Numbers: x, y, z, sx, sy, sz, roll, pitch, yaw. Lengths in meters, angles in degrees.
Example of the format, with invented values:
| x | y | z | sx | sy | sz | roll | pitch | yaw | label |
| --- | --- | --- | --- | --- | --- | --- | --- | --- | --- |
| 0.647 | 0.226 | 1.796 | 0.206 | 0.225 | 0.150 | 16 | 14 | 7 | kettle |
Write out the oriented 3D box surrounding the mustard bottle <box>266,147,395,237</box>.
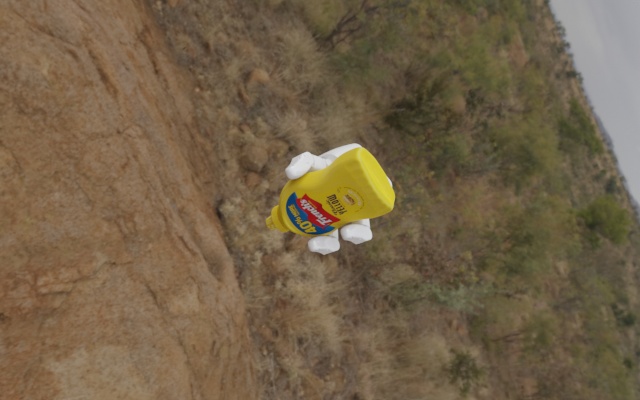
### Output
| x | y | z | sx | sy | sz | roll | pitch | yaw | label |
| --- | --- | --- | --- | --- | --- | --- | --- | --- | --- |
| 0.000 | 0.002 | 0.670 | 0.192 | 0.096 | 0.058 | -23 | 29 | 30 | mustard bottle |
